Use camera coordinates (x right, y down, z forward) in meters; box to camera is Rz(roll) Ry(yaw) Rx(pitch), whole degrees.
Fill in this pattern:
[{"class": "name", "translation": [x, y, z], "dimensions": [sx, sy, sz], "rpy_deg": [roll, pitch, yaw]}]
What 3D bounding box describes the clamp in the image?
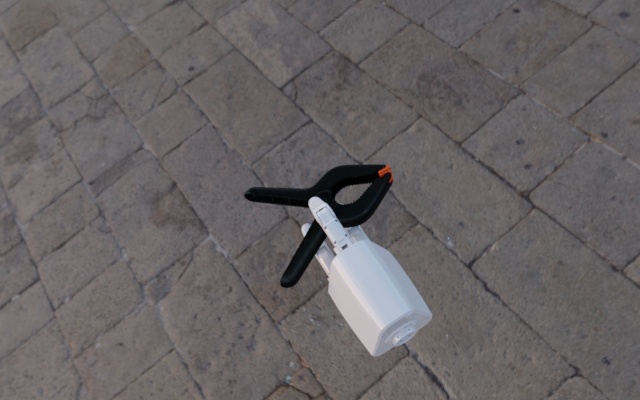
[{"class": "clamp", "translation": [0.000, 0.002, 0.664], "dimensions": [0.210, 0.164, 0.036], "rpy_deg": [-33, -29, -3]}]
